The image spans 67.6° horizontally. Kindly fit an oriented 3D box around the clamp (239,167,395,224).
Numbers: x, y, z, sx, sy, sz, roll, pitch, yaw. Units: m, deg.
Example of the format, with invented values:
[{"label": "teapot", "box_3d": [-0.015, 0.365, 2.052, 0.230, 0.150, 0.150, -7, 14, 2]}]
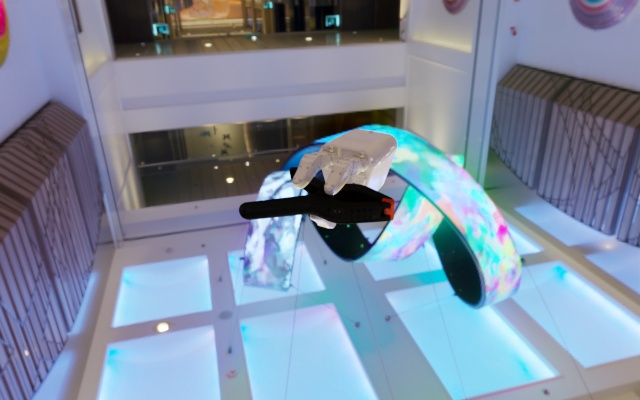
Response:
[{"label": "clamp", "box_3d": [0.001, 0.003, 0.687, 0.210, 0.036, 0.164, 13, 30, 29]}]
